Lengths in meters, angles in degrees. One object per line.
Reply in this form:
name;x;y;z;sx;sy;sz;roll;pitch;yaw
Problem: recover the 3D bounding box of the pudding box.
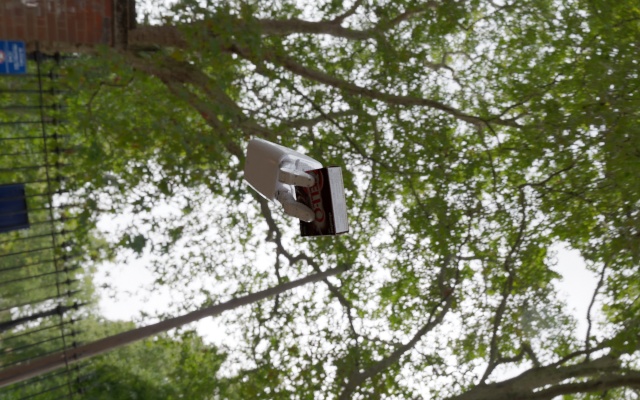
pudding box;0.000;0.003;0.796;0.039;0.113;0.090;-10;1;-40
